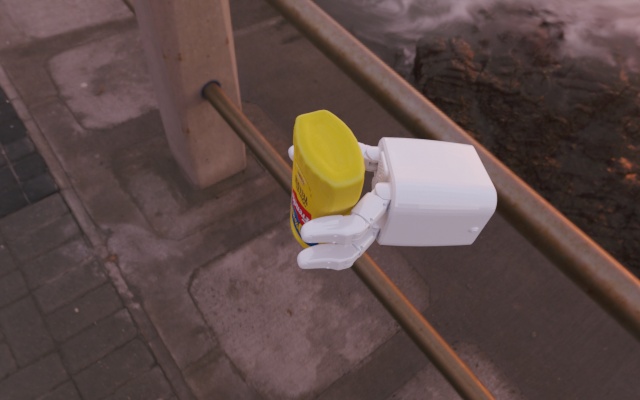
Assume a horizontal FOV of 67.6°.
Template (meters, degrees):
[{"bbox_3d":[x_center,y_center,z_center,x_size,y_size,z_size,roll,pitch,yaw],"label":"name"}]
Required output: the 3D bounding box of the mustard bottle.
[{"bbox_3d":[0.000,0.002,0.515,0.058,0.096,0.192,-18,-31,-17],"label":"mustard bottle"}]
